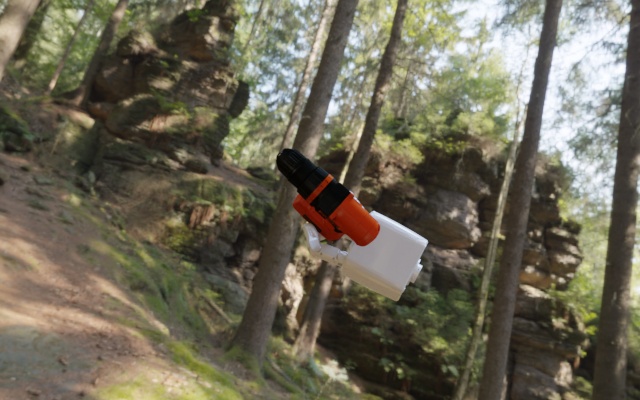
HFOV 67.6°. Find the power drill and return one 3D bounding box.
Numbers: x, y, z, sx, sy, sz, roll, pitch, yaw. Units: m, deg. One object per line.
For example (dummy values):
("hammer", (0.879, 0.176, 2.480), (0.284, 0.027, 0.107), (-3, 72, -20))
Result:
("power drill", (0.000, 0.003, 0.752), (0.184, 0.057, 0.187), (44, -8, 0))
